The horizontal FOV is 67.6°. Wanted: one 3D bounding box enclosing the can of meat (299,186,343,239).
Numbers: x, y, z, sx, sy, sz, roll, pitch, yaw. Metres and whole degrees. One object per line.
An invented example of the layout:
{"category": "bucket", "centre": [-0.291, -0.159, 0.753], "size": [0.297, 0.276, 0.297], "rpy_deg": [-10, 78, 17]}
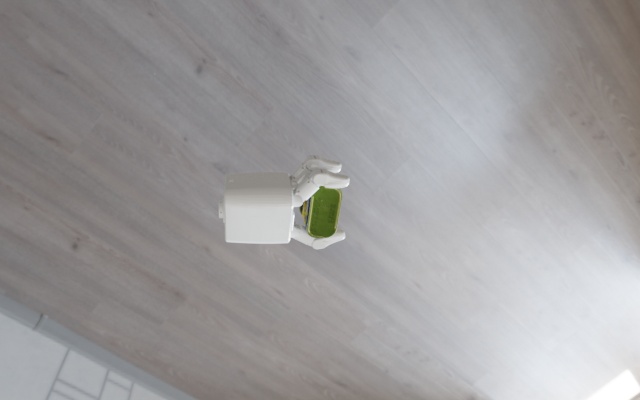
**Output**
{"category": "can of meat", "centre": [0.000, 0.003, 0.807], "size": [0.057, 0.102, 0.084], "rpy_deg": [3, 25, -11]}
